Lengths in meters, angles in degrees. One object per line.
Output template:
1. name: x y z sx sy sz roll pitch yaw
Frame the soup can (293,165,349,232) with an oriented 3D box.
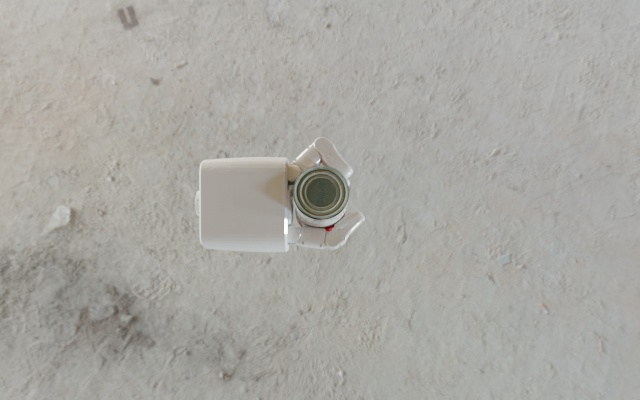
1. soup can: 0.001 0.002 0.599 0.068 0.068 0.102 0 -14 -1
